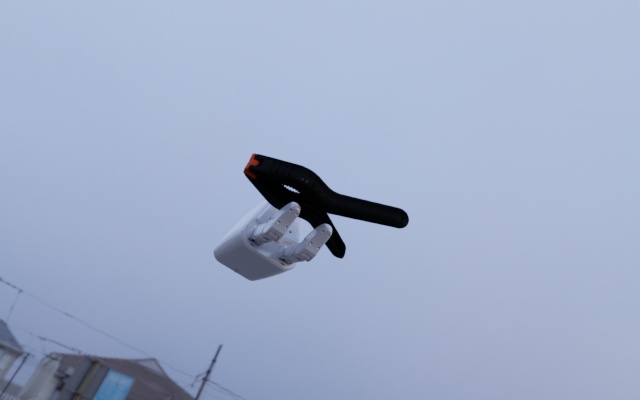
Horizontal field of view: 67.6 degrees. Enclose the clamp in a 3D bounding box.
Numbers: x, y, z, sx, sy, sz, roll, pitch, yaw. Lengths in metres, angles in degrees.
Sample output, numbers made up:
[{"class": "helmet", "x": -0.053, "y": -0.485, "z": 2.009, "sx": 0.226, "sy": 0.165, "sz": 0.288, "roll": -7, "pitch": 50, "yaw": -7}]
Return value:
[{"class": "clamp", "x": 0.000, "y": 0.001, "z": 0.625, "sx": 0.210, "sy": 0.036, "sz": 0.164, "roll": 36, "pitch": -36, "yaw": -21}]
